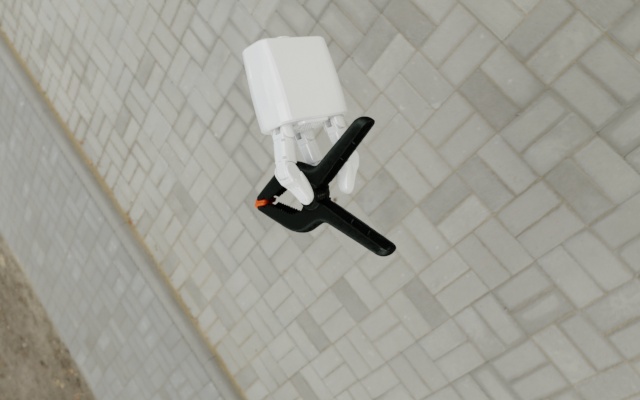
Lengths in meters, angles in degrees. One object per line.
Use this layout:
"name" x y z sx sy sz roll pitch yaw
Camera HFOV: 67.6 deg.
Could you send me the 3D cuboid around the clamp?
"clamp" -0.001 0.002 0.609 0.210 0.164 0.036 -16 -2 39
